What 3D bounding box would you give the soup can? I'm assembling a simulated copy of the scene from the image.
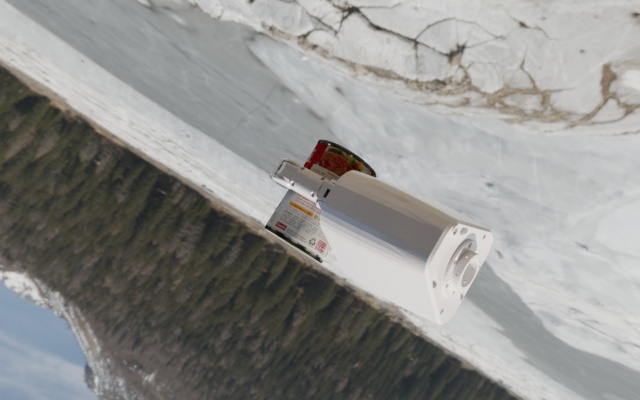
[{"bbox_3d":[0.000,0.002,0.466,0.068,0.102,0.068,31,-7,4],"label":"soup can"}]
